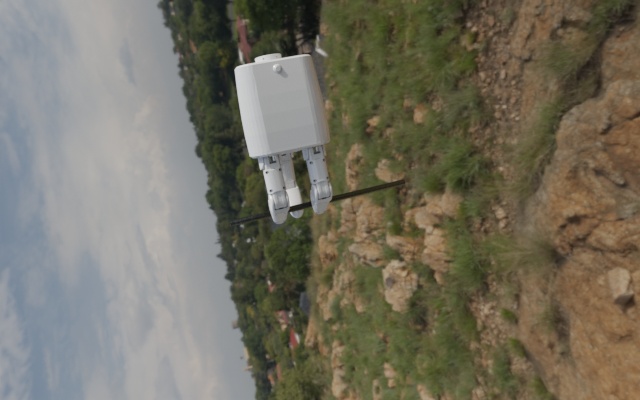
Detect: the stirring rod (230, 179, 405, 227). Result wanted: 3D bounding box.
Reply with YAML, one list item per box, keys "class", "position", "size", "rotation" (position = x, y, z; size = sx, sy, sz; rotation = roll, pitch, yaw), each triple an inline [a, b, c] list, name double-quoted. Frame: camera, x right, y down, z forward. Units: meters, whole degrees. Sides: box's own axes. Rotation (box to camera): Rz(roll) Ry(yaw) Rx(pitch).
- class: "stirring rod"
  position: [0.000, 0.002, 0.630]
  size: [0.239, 0.011, 0.011]
  rotation: [-13, 3, -12]
